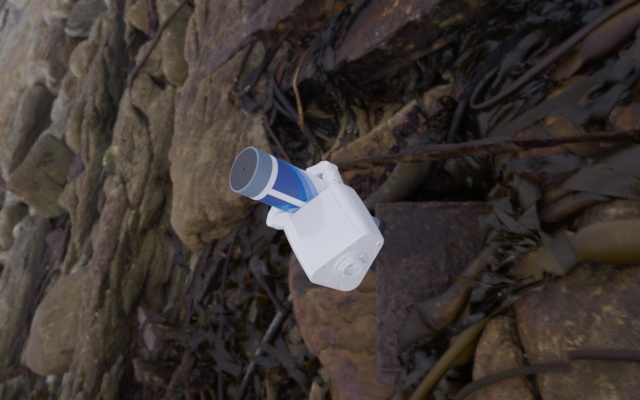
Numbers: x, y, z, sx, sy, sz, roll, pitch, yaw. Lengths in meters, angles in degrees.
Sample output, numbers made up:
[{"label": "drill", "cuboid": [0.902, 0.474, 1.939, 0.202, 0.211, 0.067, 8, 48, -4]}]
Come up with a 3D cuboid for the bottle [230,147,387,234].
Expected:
[{"label": "bottle", "cuboid": [0.000, 0.002, 0.743, 0.296, 0.069, 0.069, 23, -15, -39]}]
